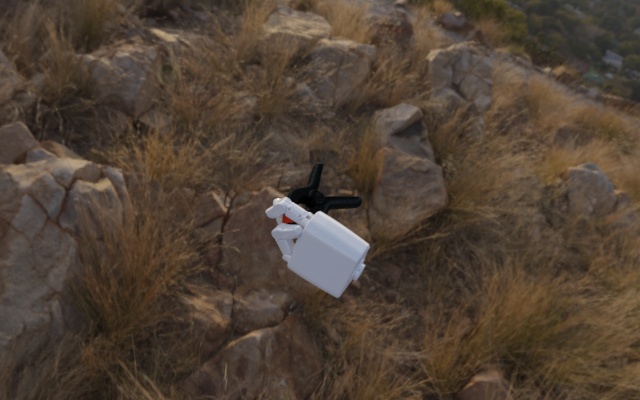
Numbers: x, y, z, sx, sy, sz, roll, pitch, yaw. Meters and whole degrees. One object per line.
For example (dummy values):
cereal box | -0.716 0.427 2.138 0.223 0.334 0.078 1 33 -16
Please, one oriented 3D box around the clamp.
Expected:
clamp | 0.000 0.003 0.888 0.120 0.039 0.171 32 47 12
